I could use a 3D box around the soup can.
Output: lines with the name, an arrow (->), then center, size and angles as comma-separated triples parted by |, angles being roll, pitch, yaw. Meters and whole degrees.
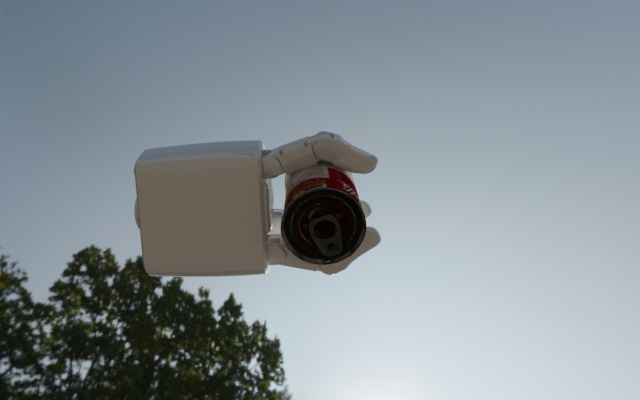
soup can -> 0.001, 0.001, 0.421 | 0.068, 0.068, 0.102 | 0, 24, -3
